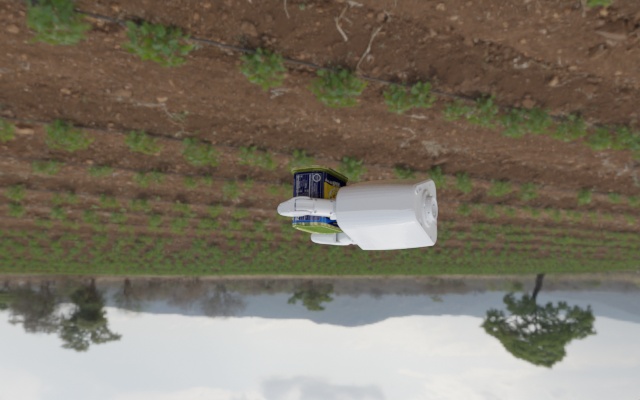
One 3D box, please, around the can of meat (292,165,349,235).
[{"bbox_3d":[0.000,0.003,0.691,0.057,0.084,0.102,-4,-12,26],"label":"can of meat"}]
